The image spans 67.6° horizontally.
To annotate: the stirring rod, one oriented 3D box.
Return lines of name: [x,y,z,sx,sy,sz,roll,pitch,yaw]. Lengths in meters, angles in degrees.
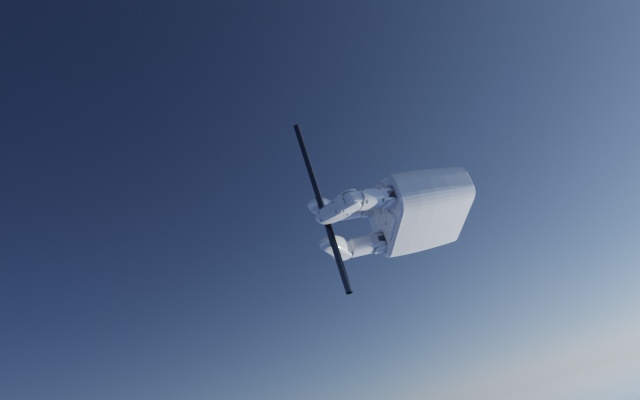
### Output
stirring rod: [0.000,0.002,0.592,0.011,0.239,0.011,-14,-27,-7]
